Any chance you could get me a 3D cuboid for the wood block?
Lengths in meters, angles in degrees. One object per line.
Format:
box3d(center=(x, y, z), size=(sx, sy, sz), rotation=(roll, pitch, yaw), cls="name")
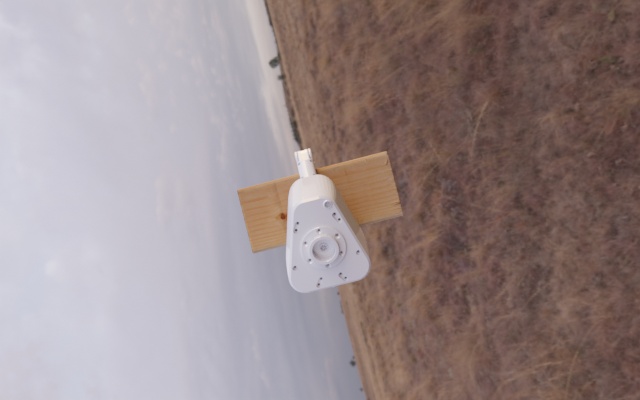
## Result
box3d(center=(0.000, 0.002, 0.673), size=(0.206, 0.091, 0.090), rotation=(-14, 1, 1), cls="wood block")
